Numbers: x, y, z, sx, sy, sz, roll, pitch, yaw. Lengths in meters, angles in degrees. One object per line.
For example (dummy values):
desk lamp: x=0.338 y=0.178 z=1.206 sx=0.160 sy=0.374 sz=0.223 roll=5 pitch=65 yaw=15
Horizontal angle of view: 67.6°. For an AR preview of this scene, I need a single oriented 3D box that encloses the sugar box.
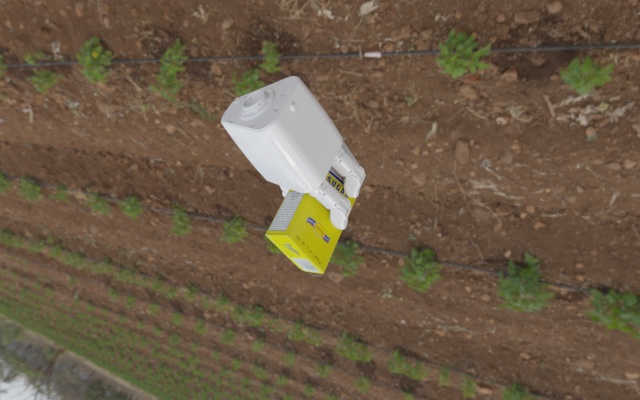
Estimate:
sugar box: x=0.000 y=0.002 z=0.661 sx=0.048 sy=0.176 sz=0.093 roll=1 pitch=-37 yaw=40
